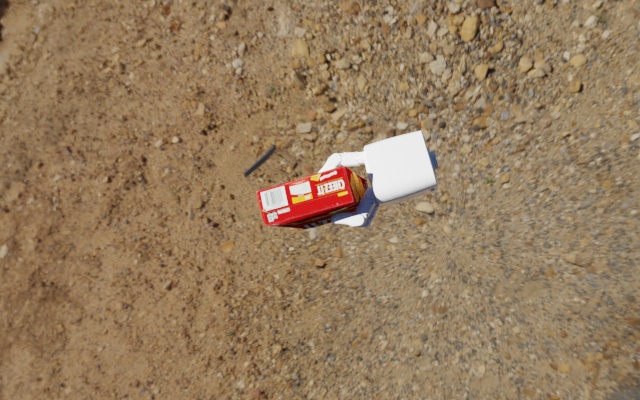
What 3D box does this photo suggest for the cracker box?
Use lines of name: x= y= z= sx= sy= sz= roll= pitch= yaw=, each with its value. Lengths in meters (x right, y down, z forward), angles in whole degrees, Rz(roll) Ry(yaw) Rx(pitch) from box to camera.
cracker box: x=0.000 y=0.003 z=0.892 sx=0.164 sy=0.072 sz=0.214 roll=-16 pitch=-9 yaw=13
